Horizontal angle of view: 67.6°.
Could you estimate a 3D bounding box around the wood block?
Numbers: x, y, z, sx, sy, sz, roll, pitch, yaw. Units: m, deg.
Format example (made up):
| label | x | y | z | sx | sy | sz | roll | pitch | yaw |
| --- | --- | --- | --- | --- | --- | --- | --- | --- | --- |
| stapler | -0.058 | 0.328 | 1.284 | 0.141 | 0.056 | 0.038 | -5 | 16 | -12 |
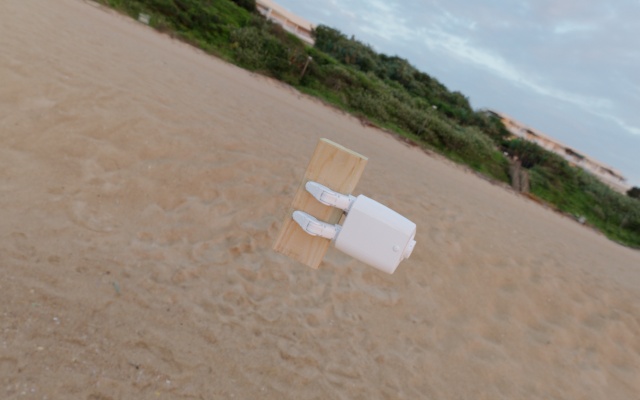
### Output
| label | x | y | z | sx | sy | sz | roll | pitch | yaw |
| --- | --- | --- | --- | --- | --- | --- | --- | --- | --- |
| wood block | 0.001 | 0.003 | 0.843 | 0.090 | 0.206 | 0.091 | 25 | 10 | 3 |
